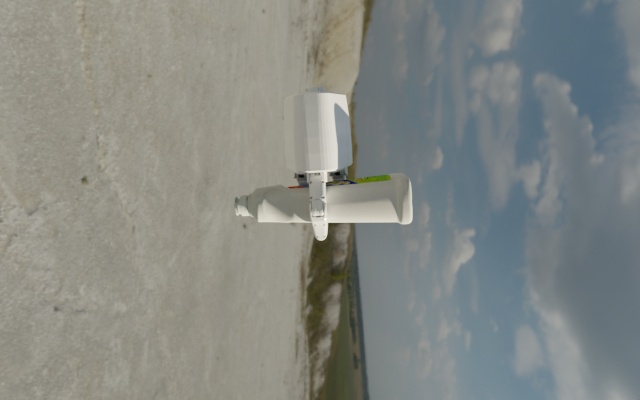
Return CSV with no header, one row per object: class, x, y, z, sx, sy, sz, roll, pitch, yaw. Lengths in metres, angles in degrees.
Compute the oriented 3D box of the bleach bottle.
bleach bottle,0.000,0.002,0.690,0.251,0.068,0.102,-3,9,4
